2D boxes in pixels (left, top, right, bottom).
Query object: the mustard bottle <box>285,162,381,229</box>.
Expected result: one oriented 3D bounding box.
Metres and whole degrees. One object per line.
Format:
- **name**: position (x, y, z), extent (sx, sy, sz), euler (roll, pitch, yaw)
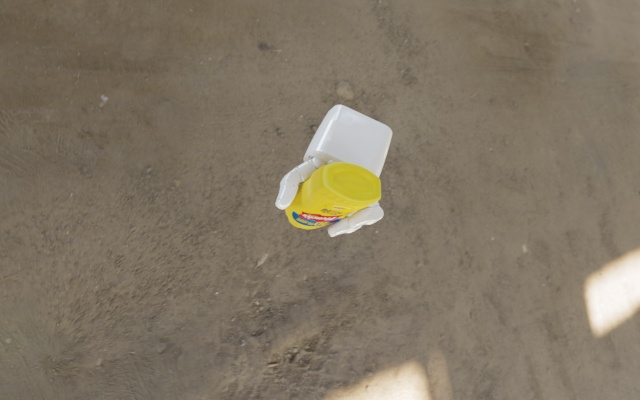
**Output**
- **mustard bottle**: position (0.000, 0.003, 0.720), extent (0.096, 0.058, 0.192), euler (10, -21, -27)
